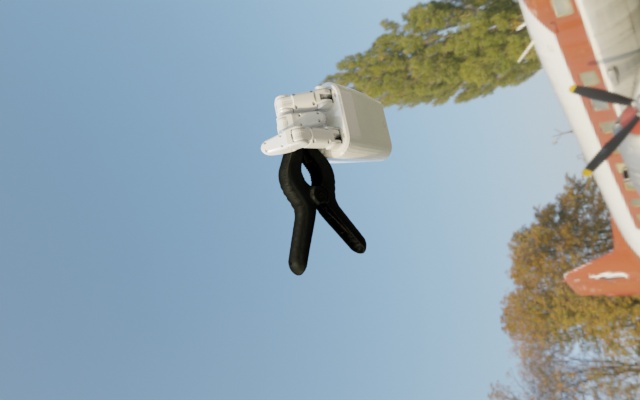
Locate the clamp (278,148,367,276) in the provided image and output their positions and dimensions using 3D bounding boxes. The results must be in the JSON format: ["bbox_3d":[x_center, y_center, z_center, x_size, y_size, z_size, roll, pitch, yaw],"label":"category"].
[{"bbox_3d":[0.000,0.002,0.593,0.039,0.171,0.120,-16,-11,43],"label":"clamp"}]
